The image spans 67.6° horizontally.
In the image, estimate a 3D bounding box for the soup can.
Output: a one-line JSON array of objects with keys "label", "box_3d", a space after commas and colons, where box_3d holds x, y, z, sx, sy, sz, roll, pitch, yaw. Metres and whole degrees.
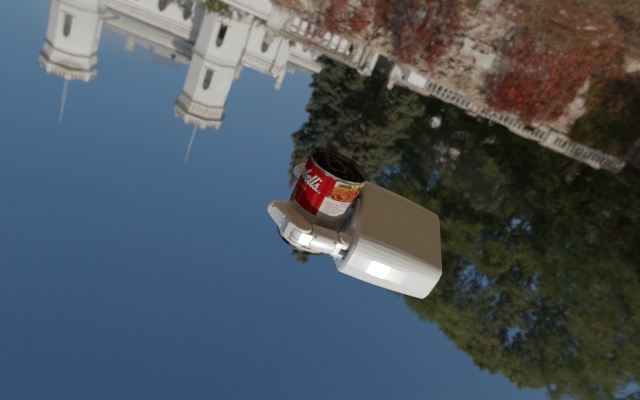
[{"label": "soup can", "box_3d": [0.000, 0.002, 0.538, 0.068, 0.102, 0.068, 21, 27, -12]}]
